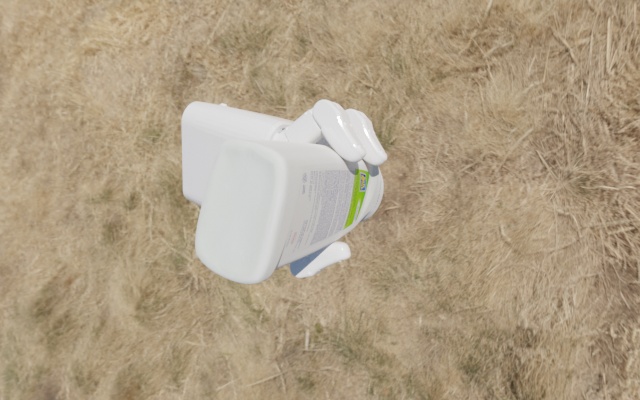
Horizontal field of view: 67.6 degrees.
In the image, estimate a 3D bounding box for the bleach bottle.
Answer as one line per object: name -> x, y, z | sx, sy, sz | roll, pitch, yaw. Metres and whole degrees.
bleach bottle -> 0.000, 0.001, 0.434 | 0.068, 0.102, 0.251 | 19, 11, 25
